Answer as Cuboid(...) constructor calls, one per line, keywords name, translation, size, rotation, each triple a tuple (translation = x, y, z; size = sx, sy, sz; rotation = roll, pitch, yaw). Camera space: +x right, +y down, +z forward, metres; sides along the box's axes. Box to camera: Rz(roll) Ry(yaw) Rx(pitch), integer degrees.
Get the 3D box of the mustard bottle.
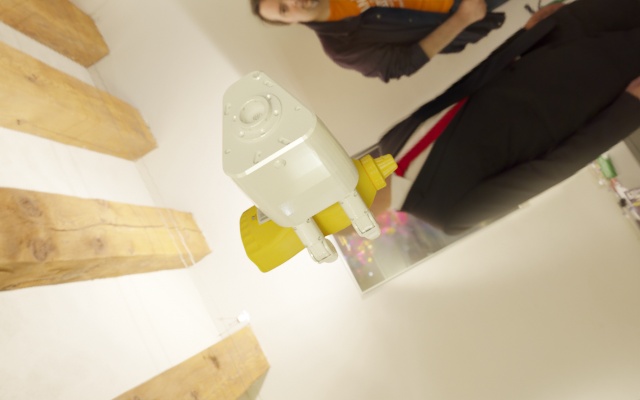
Cuboid(name="mustard bottle", translation=(0.000, 0.002, 0.549), size=(0.191, 0.058, 0.096), rotation=(-30, 32, 8))
